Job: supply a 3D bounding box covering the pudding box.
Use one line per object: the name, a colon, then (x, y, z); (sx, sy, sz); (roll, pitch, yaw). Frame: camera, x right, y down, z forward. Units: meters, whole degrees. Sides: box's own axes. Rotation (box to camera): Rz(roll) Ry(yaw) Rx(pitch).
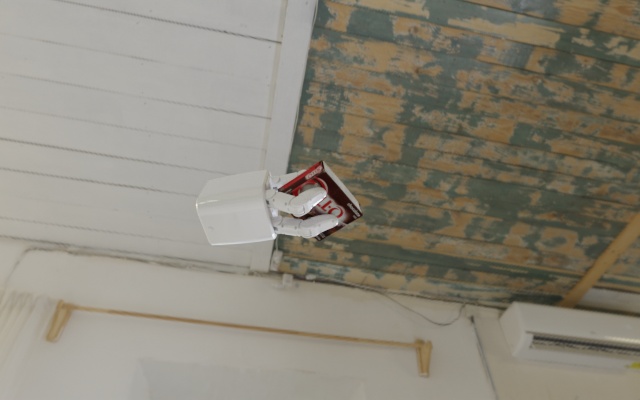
pudding box: (0.000, 0.002, 0.757); (0.090, 0.039, 0.113); (-32, -54, 18)
